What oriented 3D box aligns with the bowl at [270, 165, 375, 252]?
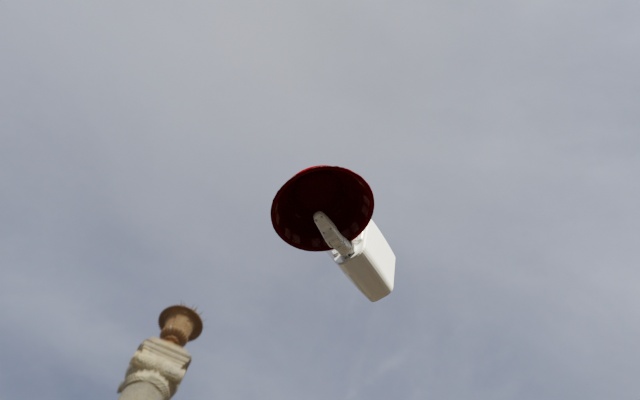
[{"bbox_3d":[0.000,0.001,0.750,0.162,0.162,0.055,0,35,-11],"label":"bowl"}]
